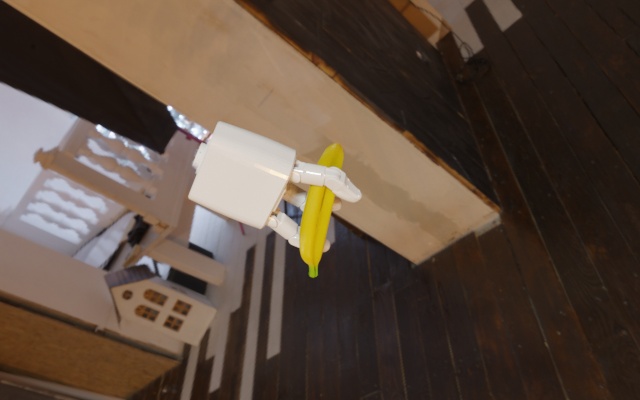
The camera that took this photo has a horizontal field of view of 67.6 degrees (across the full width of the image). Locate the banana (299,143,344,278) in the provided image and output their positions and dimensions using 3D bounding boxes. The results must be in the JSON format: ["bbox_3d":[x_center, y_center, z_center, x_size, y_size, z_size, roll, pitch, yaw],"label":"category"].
[{"bbox_3d":[0.000,0.000,0.642,0.037,0.197,0.070,13,-18,1],"label":"banana"}]
